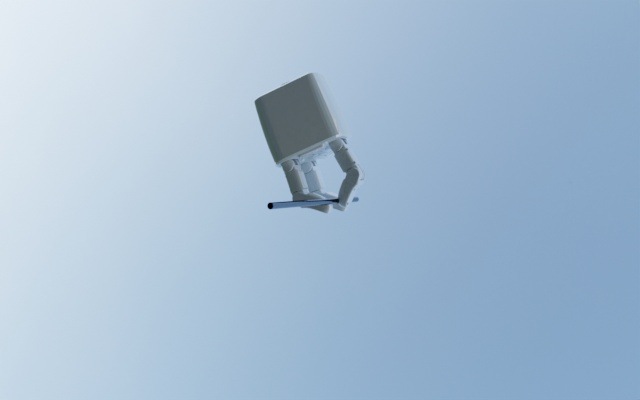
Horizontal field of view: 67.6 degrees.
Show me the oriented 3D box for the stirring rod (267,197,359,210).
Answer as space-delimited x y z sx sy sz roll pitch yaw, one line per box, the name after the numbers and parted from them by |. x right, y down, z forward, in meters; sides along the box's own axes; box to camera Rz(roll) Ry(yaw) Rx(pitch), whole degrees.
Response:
0.000 0.002 0.636 0.011 0.011 0.239 0 2 28 | stirring rod
